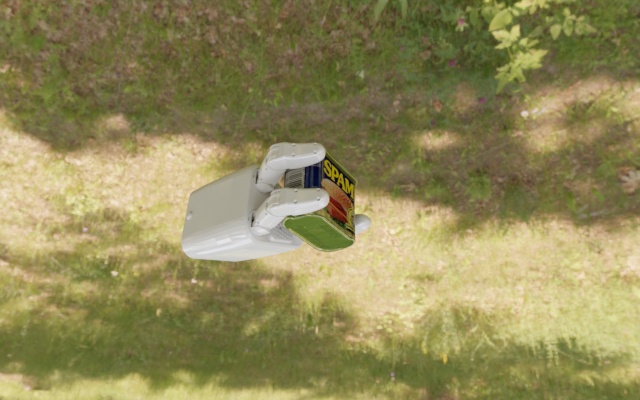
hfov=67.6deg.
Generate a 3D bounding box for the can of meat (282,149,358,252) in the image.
[{"bbox_3d":[0.000,0.002,0.541,0.057,0.084,0.102,-15,-33,28],"label":"can of meat"}]
